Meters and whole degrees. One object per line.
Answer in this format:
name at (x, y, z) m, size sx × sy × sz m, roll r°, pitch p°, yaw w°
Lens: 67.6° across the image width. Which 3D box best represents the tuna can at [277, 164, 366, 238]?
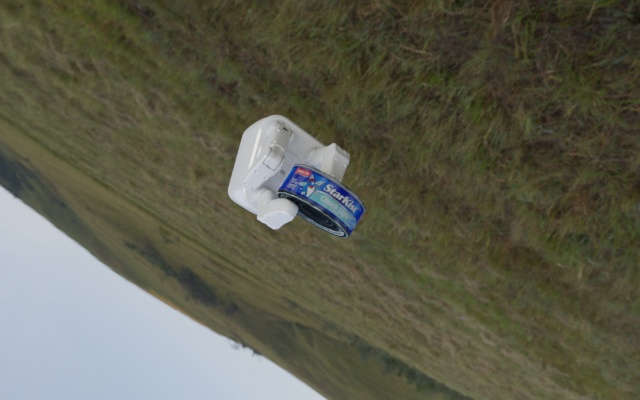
tuna can at (0.000, 0.002, 0.475) m, size 0.086 × 0.033 × 0.086 m, roll 31°, pitch -13°, yaw 8°
